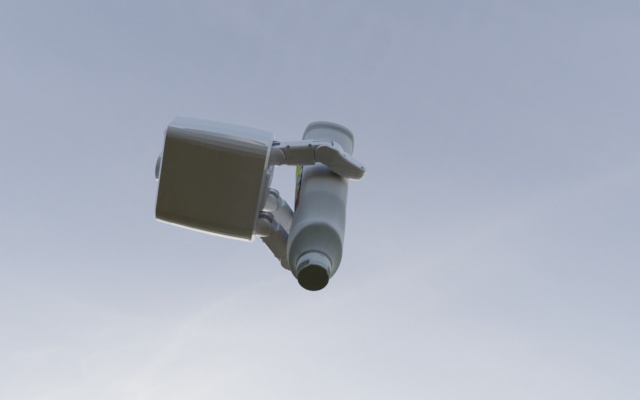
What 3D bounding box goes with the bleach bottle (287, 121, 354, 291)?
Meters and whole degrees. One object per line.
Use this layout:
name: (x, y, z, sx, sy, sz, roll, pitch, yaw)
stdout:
bleach bottle: (0.000, 0.002, 0.518, 0.068, 0.103, 0.250, 12, 27, -4)
